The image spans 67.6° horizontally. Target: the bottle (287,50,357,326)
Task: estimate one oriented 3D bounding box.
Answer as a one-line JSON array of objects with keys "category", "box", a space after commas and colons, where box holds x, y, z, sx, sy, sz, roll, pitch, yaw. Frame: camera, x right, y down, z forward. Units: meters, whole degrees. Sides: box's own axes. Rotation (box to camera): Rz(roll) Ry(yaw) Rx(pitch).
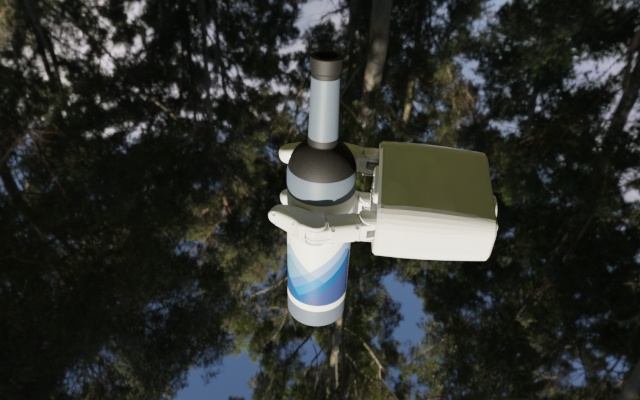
[{"category": "bottle", "box": [0.000, 0.002, 0.474, 0.069, 0.296, 0.069, 2, 35, -1]}]
